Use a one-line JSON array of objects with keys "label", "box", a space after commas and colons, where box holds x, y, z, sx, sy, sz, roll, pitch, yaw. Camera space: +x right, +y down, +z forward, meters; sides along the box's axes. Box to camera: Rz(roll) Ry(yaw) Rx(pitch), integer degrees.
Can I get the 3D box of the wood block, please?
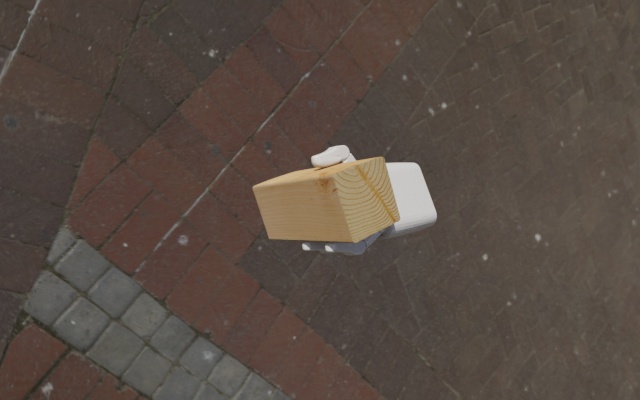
[{"label": "wood block", "box": [0.000, 0.002, 0.678, 0.090, 0.091, 0.206, -22, 10, -35]}]
